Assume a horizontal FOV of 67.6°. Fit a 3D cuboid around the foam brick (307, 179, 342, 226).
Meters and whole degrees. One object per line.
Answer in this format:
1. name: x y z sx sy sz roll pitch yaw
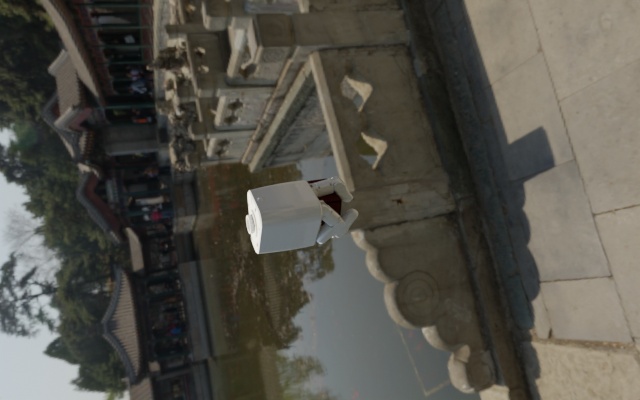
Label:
1. foam brick: 0.000 0.003 0.881 0.051 0.053 0.078 -10 37 -18
